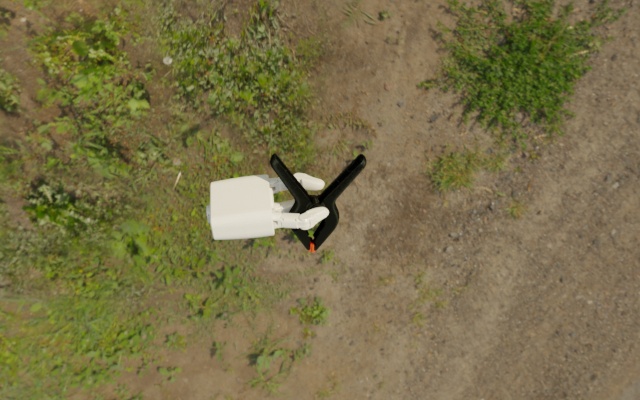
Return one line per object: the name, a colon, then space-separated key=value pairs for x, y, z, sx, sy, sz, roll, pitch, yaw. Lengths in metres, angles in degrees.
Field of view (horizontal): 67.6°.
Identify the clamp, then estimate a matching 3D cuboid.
clamp: x=0.000 y=0.004 z=0.857 sx=0.164 sy=0.210 sz=0.036 roll=-6 pitch=34 yaw=-5
